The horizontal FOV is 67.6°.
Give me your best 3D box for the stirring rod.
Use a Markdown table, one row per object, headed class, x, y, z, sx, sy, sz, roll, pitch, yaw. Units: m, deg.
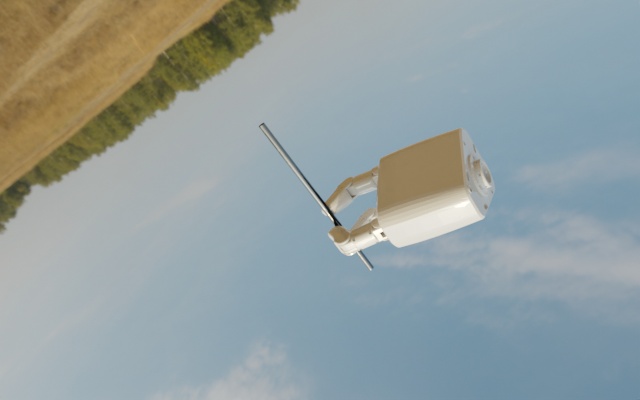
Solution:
| class | x | y | z | sx | sy | sz | roll | pitch | yaw |
| --- | --- | --- | --- | --- | --- | --- | --- | --- | --- |
| stirring rod | 0.000 | 0.002 | 0.591 | 0.011 | 0.240 | 0.011 | -31 | 23 | 15 |
